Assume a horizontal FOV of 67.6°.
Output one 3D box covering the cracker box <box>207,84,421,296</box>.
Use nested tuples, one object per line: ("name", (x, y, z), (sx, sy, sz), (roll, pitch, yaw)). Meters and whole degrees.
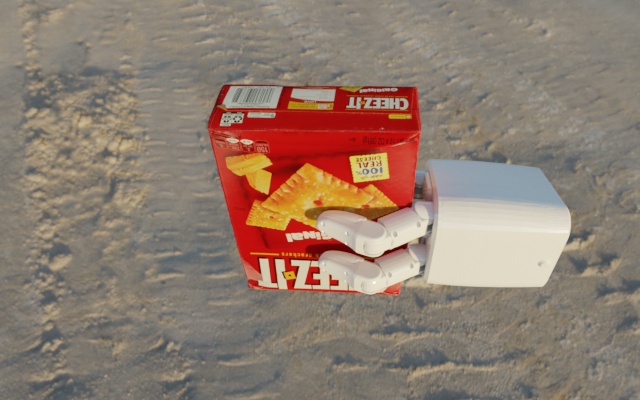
("cracker box", (0.000, 0.001, 0.444), (0.164, 0.214, 0.072), (2, 45, 6))
